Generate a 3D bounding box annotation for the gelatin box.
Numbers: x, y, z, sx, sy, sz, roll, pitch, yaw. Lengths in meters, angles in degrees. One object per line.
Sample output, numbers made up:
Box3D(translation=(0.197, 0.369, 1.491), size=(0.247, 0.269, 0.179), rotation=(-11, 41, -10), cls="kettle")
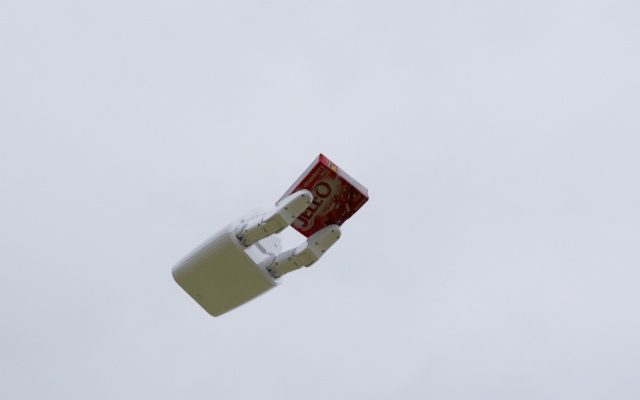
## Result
Box3D(translation=(0.000, 0.001, 0.552), size=(0.073, 0.089, 0.030), rotation=(37, 22, -15), cls="gelatin box")
